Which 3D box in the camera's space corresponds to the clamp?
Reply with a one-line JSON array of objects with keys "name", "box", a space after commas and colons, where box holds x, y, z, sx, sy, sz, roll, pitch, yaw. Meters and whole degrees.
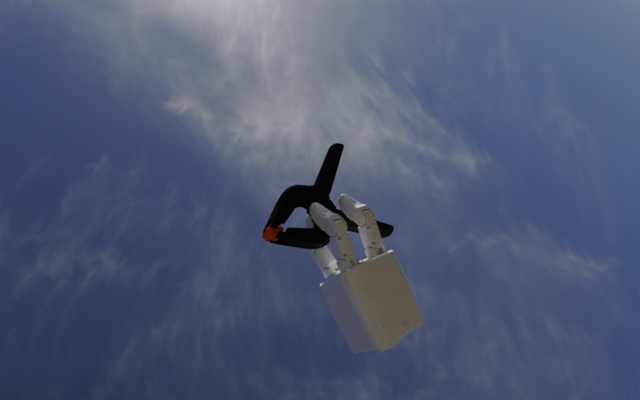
[{"name": "clamp", "box": [-0.001, 0.003, 0.681, 0.210, 0.164, 0.036, -17, -15, -40]}]
